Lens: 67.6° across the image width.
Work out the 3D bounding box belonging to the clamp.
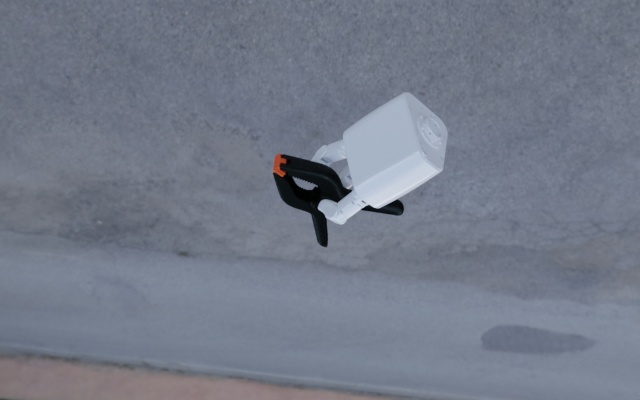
[{"bbox_3d":[0.000,0.003,0.723,0.210,0.036,0.164,30,-47,-31],"label":"clamp"}]
